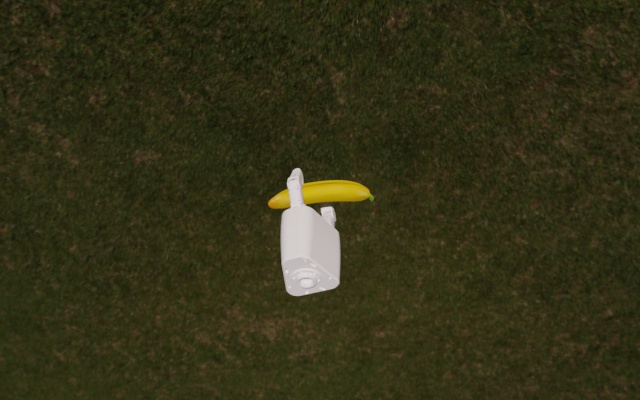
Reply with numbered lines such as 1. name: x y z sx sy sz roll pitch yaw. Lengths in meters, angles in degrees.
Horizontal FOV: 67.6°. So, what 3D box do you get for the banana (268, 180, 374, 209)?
1. banana: 0.005 -0.008 0.860 0.198 0.037 0.070 -2 -35 -6
